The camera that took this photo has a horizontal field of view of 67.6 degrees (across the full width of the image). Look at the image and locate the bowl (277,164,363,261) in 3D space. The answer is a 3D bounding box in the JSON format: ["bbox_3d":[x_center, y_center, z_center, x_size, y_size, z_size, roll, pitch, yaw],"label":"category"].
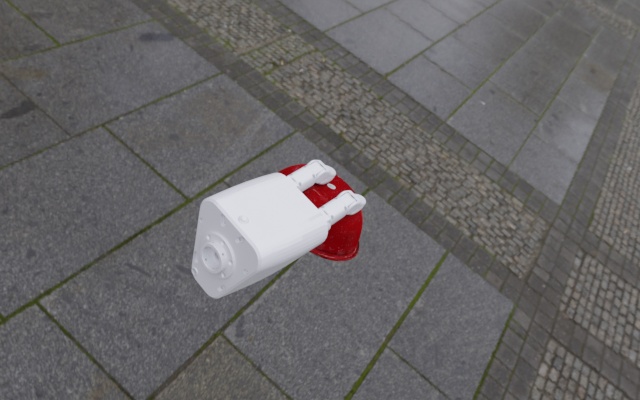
[{"bbox_3d":[0.001,0.001,0.627,0.162,0.055,0.162,30,25,-16],"label":"bowl"}]
